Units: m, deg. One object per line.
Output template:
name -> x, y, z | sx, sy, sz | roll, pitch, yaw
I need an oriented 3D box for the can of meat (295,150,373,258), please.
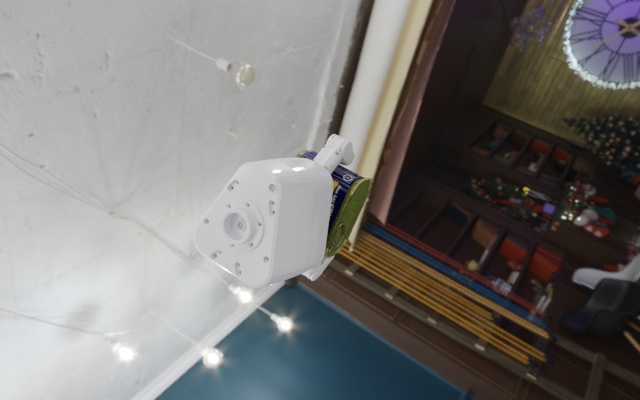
can of meat -> 0.000, 0.002, 0.560 | 0.084, 0.102, 0.057 | 29, 19, 20
